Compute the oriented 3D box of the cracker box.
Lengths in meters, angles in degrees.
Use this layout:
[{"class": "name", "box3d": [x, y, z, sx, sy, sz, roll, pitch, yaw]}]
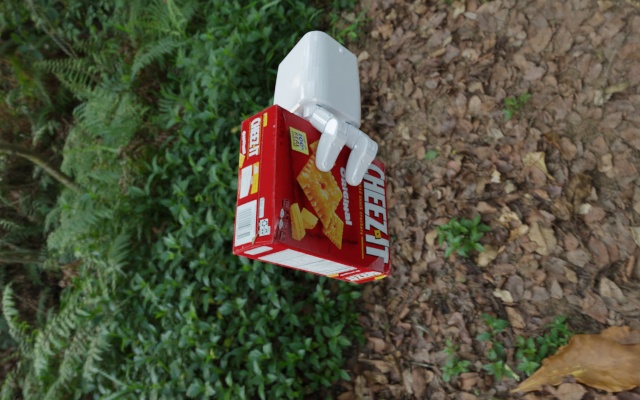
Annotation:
[{"class": "cracker box", "box3d": [0.000, 0.002, 0.589, 0.072, 0.164, 0.214, -18, -27, 39]}]
